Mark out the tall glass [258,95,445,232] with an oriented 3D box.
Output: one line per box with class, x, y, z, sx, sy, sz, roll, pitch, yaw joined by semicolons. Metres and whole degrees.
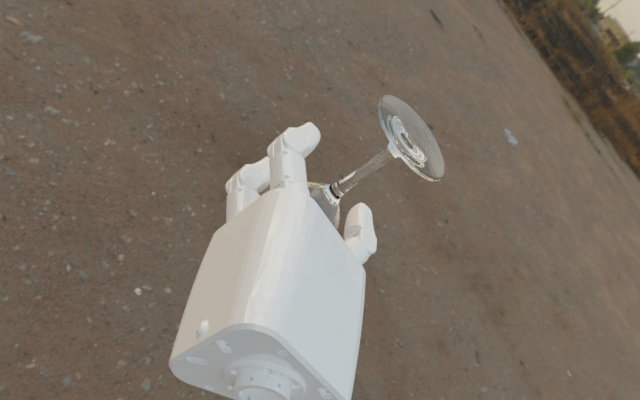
tall glass;0.001;0.001;0.403;0.201;0.079;0.079;-35;-22;34
